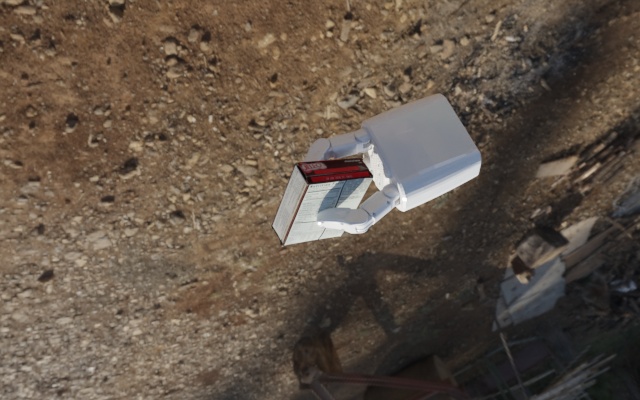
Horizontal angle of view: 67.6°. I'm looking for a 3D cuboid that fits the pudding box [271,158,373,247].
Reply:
[{"bbox_3d":[0.000,0.002,0.567,0.090,0.039,0.114,-6,-41,-31],"label":"pudding box"}]
